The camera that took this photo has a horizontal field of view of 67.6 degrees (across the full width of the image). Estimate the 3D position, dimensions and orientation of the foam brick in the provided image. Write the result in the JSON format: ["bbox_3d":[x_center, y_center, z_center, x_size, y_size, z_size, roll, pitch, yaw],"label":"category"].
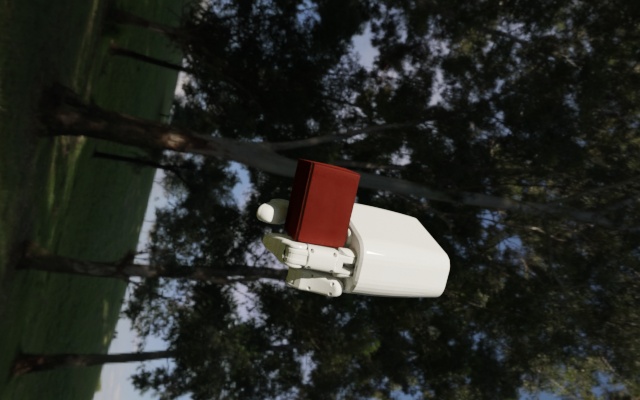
[{"bbox_3d":[0.000,0.001,0.477,0.051,0.078,0.053,10,8,-18],"label":"foam brick"}]
